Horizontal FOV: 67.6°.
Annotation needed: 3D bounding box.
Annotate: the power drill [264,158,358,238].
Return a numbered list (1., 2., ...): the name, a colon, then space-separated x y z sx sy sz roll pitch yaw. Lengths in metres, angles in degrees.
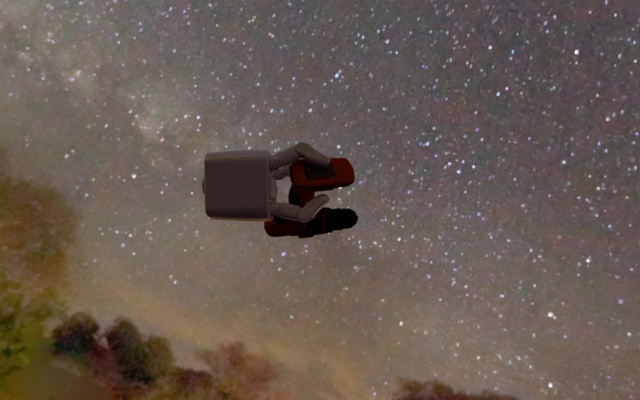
1. power drill: 0.000 0.003 0.854 0.184 0.057 0.188 -6 -34 -19
